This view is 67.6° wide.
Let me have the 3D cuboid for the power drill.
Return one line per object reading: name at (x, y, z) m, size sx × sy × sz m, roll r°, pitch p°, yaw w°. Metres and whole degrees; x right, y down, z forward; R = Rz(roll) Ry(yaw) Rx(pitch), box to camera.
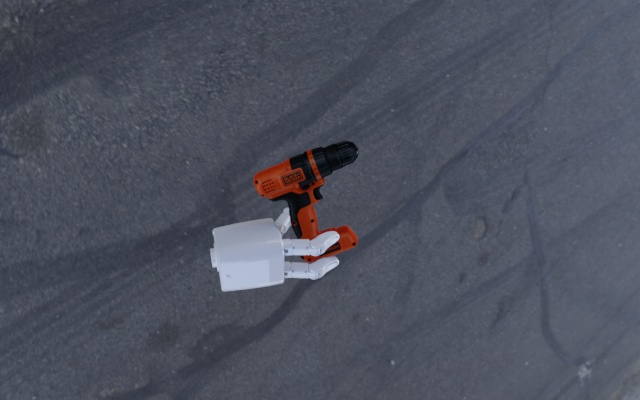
power drill at (0.000, 0.003, 0.828) m, size 0.184 × 0.188 × 0.057 m, roll -20°, pitch 20°, yaw 6°
